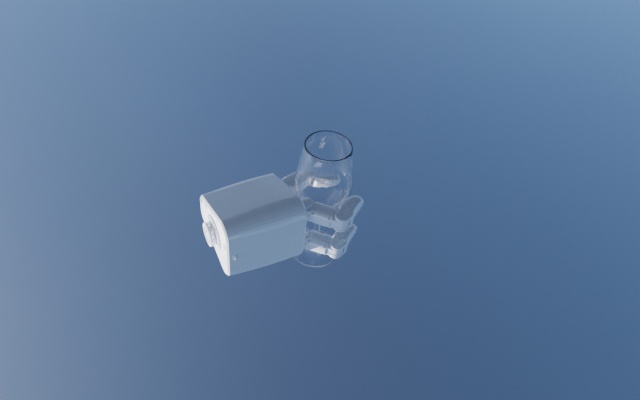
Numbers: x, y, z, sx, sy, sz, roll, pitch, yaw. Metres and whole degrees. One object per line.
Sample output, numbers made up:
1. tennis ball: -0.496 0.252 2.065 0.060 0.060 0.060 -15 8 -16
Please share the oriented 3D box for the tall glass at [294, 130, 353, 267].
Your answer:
1. tall glass: 0.000 0.003 0.661 0.079 0.201 0.079 4 44 -4
